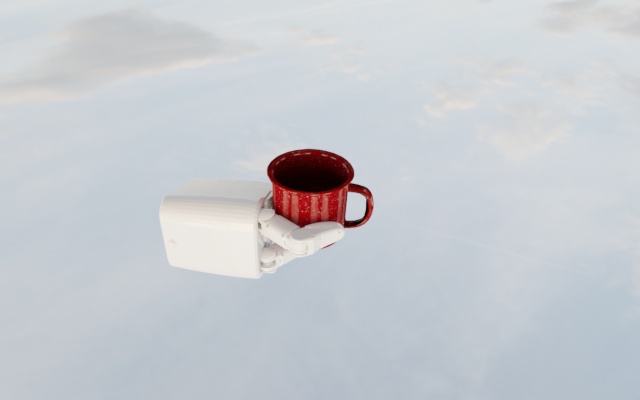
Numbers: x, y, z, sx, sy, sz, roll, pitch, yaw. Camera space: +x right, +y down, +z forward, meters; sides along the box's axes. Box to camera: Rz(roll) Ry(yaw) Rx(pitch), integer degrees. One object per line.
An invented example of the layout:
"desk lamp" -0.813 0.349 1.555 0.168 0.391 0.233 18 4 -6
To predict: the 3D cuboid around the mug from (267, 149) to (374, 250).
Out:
"mug" 0.002 0.002 0.527 0.117 0.082 0.093 7 35 6
